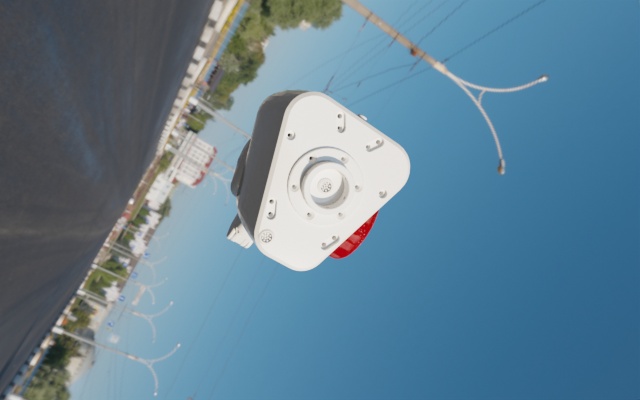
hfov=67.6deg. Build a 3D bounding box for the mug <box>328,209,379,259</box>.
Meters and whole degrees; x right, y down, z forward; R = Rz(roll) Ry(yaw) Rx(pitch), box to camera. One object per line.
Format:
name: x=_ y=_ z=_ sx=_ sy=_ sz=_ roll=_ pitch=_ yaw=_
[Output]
mug: x=0.000 y=0.001 z=0.471 sx=0.081 sy=0.093 sz=0.117 roll=31 pitch=2 yaw=-17
